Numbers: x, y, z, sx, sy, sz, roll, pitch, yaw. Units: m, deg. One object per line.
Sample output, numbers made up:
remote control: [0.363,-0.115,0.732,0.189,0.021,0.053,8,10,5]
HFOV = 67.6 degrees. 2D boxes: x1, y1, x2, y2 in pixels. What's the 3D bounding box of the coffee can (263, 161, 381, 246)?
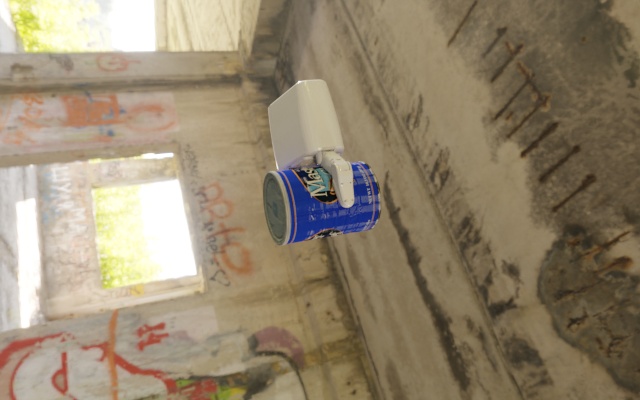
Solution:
coffee can: [0.000,0.002,0.676,0.140,0.103,0.103,-8,3,-22]
